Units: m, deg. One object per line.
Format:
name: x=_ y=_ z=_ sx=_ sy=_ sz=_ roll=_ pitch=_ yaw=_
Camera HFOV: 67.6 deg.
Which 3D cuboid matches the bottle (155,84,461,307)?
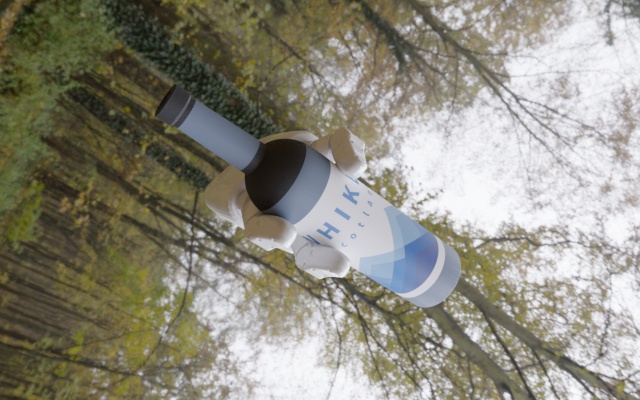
bottle: x=0.000 y=0.001 z=0.402 sx=0.296 sy=0.069 sz=0.069 roll=33 pitch=-16 yaw=-26
